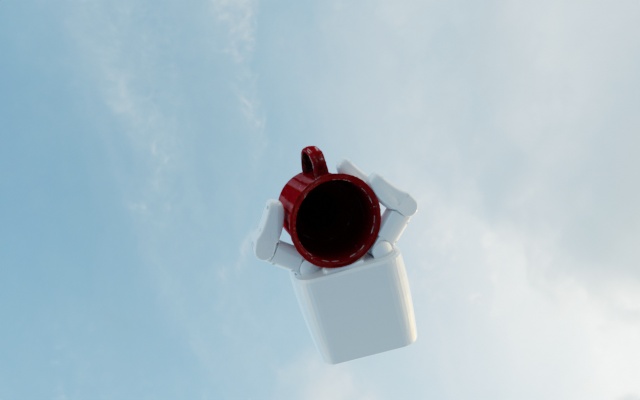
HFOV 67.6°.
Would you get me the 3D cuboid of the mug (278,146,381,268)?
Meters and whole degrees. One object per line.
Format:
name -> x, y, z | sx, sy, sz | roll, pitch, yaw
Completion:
mug -> 0.000, 0.000, 0.486 | 0.093, 0.117, 0.081 | -19, 17, -14
